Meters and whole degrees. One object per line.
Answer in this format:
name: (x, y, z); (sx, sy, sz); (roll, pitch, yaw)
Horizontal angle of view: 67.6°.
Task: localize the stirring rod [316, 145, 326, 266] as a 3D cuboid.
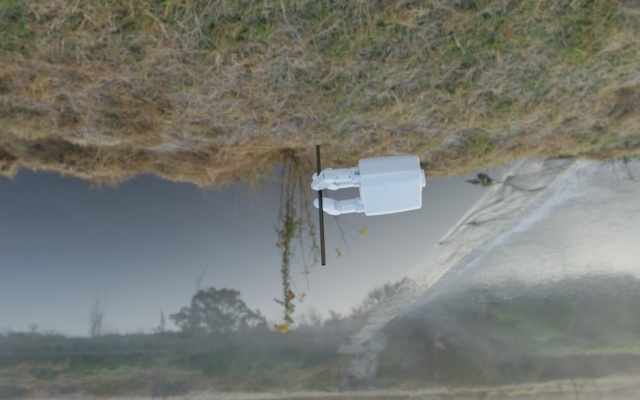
stirring rod: (0.000, 0.003, 0.876); (0.011, 0.239, 0.011); (-2, -25, -1)
